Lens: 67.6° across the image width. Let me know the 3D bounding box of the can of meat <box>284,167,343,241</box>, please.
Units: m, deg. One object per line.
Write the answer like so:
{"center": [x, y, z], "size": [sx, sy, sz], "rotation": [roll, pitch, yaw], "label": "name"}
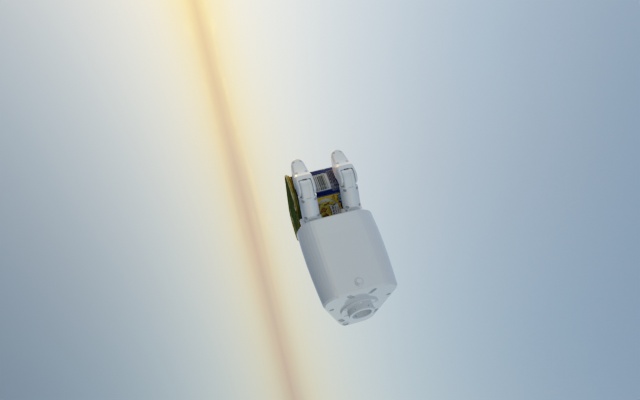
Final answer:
{"center": [0.000, 0.002, 0.654], "size": [0.084, 0.057, 0.102], "rotation": [-14, -37, -9], "label": "can of meat"}
